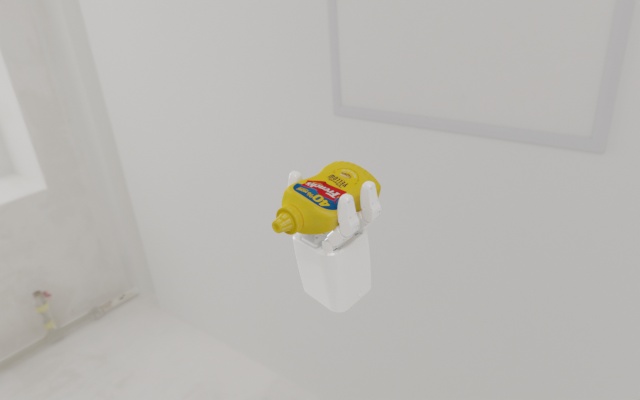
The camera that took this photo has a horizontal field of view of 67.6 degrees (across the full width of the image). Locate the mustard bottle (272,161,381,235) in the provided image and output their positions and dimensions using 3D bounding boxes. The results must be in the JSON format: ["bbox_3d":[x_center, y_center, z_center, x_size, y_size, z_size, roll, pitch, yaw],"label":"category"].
[{"bbox_3d":[0.000,0.002,0.702,0.096,0.058,0.191,33,40,25],"label":"mustard bottle"}]
